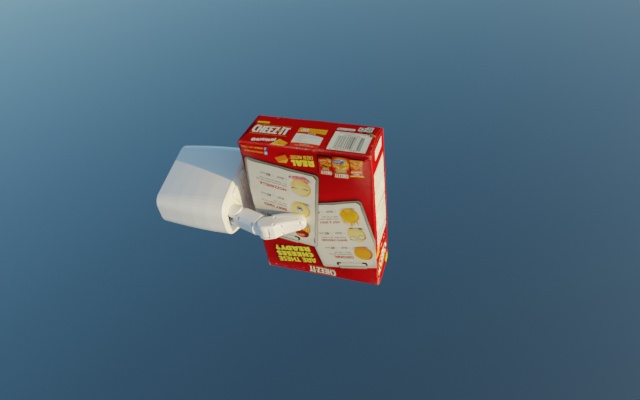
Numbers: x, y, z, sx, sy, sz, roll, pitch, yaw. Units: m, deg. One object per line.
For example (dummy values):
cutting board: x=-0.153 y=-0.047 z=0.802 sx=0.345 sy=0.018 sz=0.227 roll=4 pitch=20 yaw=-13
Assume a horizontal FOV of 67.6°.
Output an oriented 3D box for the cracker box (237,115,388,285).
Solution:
cracker box: x=0.000 y=0.002 z=0.615 sx=0.164 sy=0.214 sz=0.072 roll=8 pitch=43 yaw=19
